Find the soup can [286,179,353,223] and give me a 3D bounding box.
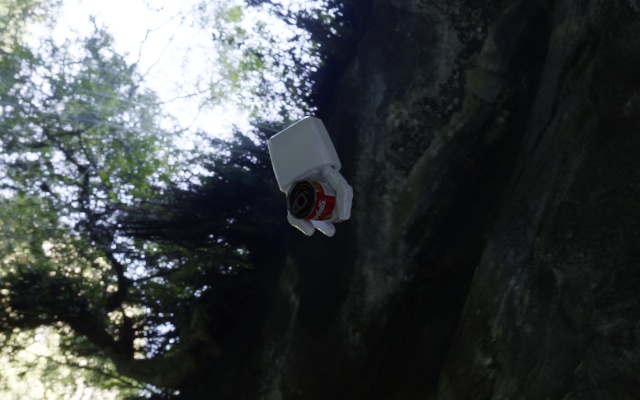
[{"bbox_3d":[0.001,0.003,0.834,0.068,0.068,0.102,0,-5,42],"label":"soup can"}]
